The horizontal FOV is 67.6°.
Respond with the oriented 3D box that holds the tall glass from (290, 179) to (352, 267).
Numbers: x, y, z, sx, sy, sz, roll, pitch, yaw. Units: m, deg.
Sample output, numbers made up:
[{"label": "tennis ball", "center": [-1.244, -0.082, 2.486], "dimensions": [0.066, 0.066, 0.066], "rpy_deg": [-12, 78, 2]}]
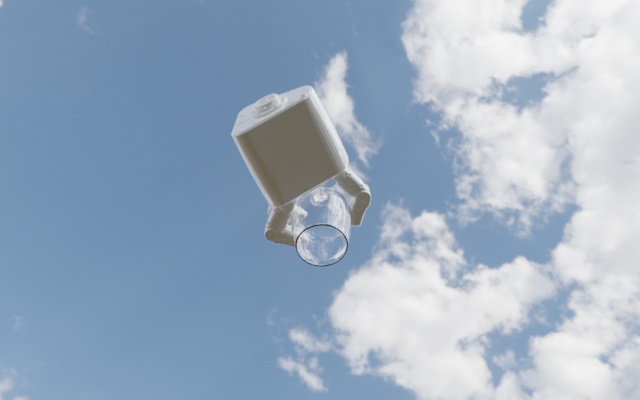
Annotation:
[{"label": "tall glass", "center": [0.000, 0.002, 0.639], "dimensions": [0.079, 0.079, 0.201], "rpy_deg": [0, 31, -1]}]
